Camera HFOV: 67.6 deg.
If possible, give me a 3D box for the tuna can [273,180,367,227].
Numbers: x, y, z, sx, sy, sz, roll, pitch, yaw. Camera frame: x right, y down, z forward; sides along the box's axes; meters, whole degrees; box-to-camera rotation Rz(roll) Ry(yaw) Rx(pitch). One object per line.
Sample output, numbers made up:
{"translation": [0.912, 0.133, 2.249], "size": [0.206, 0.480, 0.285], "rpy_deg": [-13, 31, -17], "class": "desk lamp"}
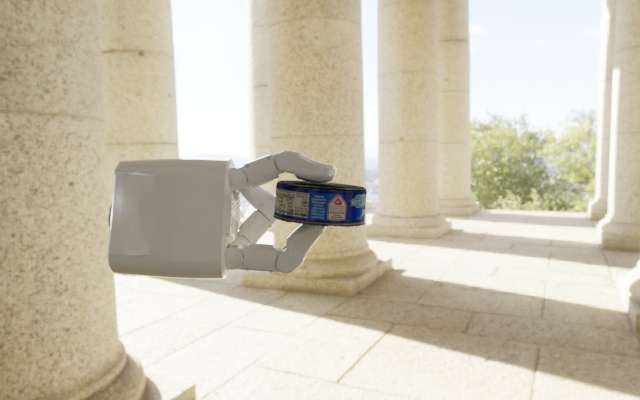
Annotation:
{"translation": [0.000, 0.001, 0.444], "size": [0.086, 0.034, 0.086], "rpy_deg": [4, 5, 0], "class": "tuna can"}
